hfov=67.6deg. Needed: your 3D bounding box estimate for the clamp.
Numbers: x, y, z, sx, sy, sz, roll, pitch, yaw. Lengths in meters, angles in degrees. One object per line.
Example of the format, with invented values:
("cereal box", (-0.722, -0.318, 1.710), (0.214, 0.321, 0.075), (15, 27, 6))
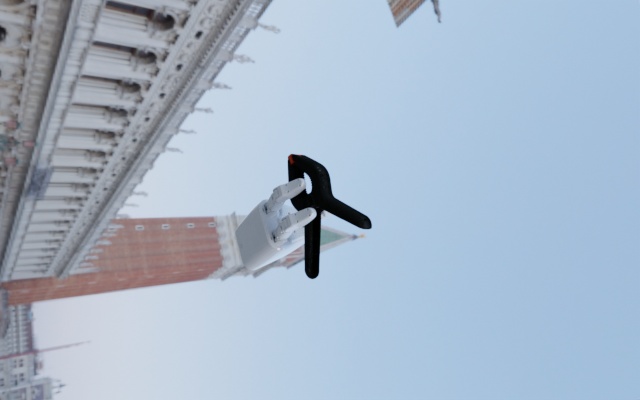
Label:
("clamp", (0.000, 0.002, 0.781), (0.036, 0.210, 0.165), (2, -30, -42))
